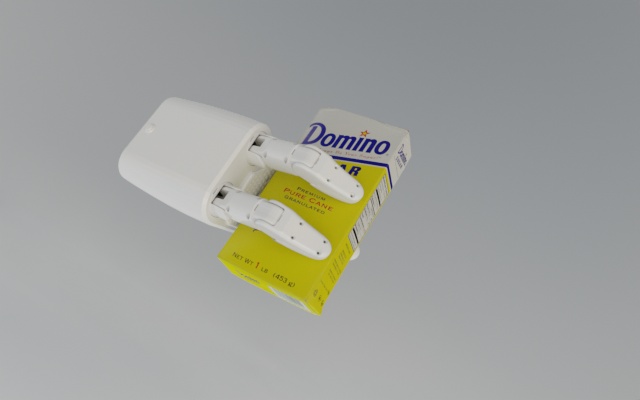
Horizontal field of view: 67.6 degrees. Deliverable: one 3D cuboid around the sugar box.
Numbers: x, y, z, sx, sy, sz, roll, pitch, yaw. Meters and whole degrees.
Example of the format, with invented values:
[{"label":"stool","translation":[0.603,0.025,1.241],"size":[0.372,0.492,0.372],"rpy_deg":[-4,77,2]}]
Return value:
[{"label":"sugar box","translation":[0.000,0.001,0.417],"size":[0.093,0.176,0.048],"rpy_deg":[21,-21,25]}]
